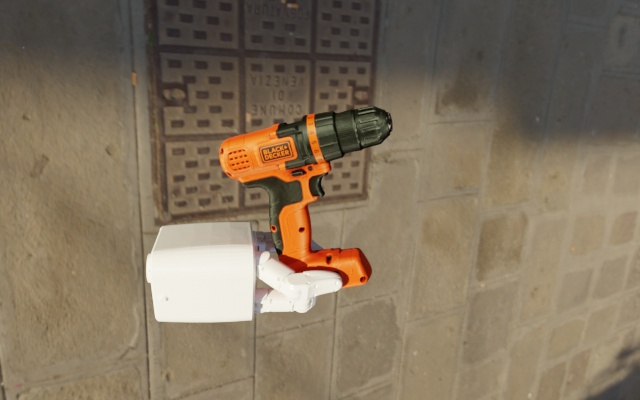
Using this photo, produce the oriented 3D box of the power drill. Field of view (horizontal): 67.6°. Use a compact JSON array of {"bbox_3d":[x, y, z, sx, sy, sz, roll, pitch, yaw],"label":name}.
[{"bbox_3d":[0.000,0.002,0.516,0.184,0.188,0.057,-11,13,13],"label":"power drill"}]
